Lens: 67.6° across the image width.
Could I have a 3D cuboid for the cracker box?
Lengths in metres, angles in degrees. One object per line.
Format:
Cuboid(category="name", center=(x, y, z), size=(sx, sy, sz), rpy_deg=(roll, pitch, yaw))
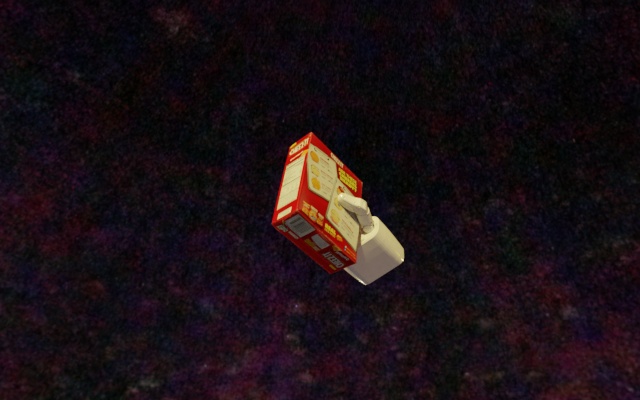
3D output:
Cuboid(category="cracker box", center=(0.000, 0.003, 0.894), size=(0.072, 0.213, 0.164), rpy_deg=(-28, -55, 30))
